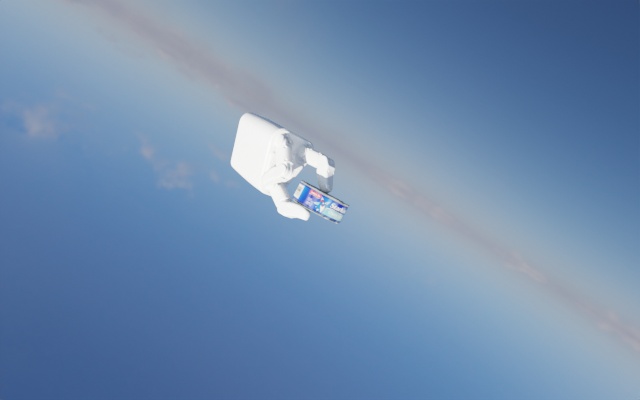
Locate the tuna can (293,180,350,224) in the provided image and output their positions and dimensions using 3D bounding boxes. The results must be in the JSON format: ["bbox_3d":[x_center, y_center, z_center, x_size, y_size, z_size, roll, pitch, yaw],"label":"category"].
[{"bbox_3d":[0.000,0.003,0.748,0.086,0.034,0.086,28,3,-1],"label":"tuna can"}]
